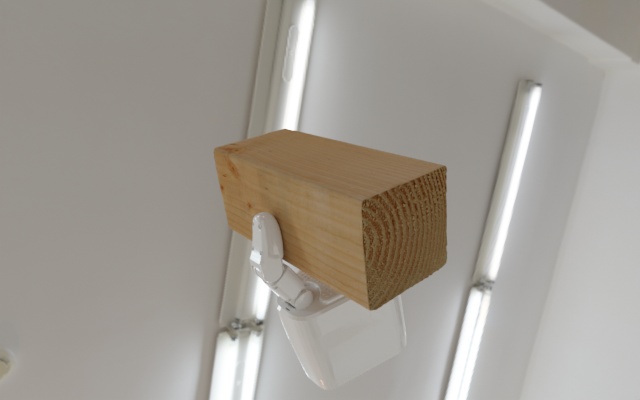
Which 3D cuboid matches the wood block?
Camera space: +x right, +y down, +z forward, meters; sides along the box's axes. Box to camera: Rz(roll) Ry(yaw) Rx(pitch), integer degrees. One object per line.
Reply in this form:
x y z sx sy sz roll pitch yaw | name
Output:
0.000 0.002 0.422 0.091 0.090 0.206 -23 28 -34 | wood block
